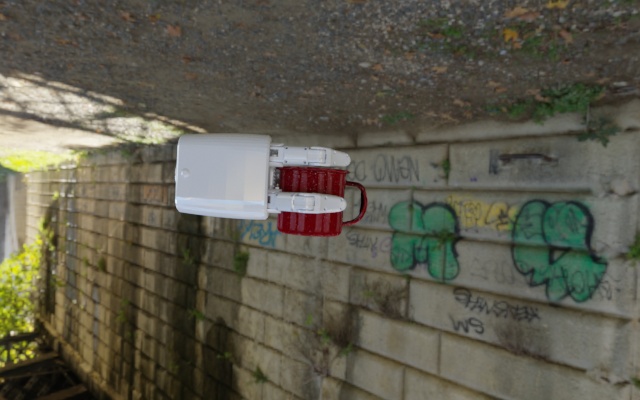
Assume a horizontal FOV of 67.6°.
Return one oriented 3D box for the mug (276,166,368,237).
[{"bbox_3d":[0.002,0.002,0.598,0.117,0.081,0.093,3,1,0],"label":"mug"}]
